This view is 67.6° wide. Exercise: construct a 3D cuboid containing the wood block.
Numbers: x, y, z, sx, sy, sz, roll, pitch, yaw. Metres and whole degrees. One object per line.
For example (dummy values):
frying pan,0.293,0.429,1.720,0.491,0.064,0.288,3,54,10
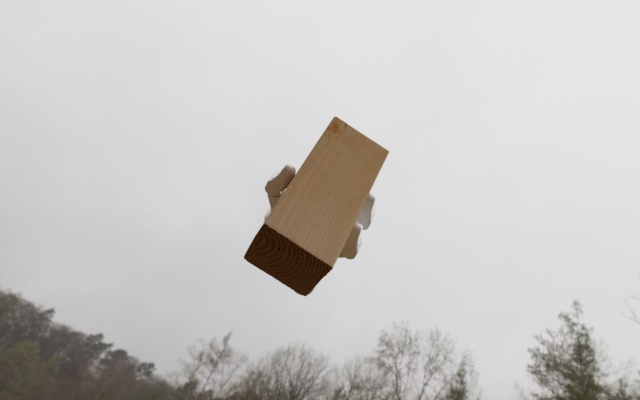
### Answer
wood block,0.000,0.002,0.602,0.091,0.206,0.090,32,-40,-3
